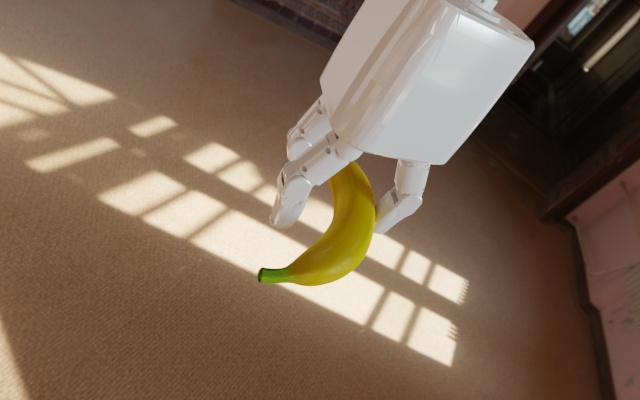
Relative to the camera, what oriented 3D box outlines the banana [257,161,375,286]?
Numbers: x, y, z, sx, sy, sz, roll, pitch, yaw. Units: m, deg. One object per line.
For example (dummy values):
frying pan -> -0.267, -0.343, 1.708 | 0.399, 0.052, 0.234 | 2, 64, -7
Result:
banana -> 0.015, 0.012, 0.413 | 0.069, 0.037, 0.197 | 30, 35, 0
